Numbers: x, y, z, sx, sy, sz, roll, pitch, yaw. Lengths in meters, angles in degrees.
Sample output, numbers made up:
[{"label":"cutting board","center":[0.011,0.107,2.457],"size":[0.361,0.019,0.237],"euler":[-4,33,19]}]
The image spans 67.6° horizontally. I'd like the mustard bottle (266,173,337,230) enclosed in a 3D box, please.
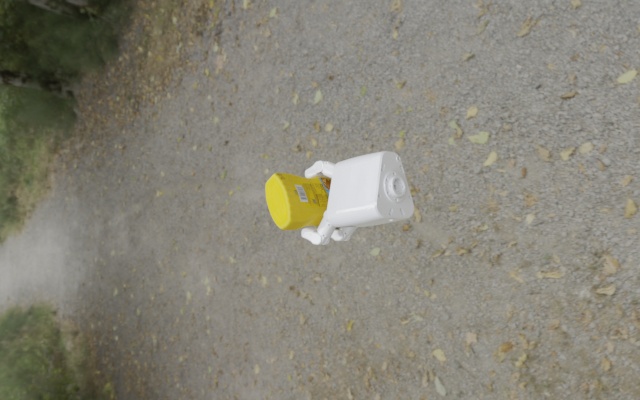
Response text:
[{"label":"mustard bottle","center":[0.000,0.003,0.840],"size":[0.191,0.096,0.058],"euler":[2,-34,-41]}]
